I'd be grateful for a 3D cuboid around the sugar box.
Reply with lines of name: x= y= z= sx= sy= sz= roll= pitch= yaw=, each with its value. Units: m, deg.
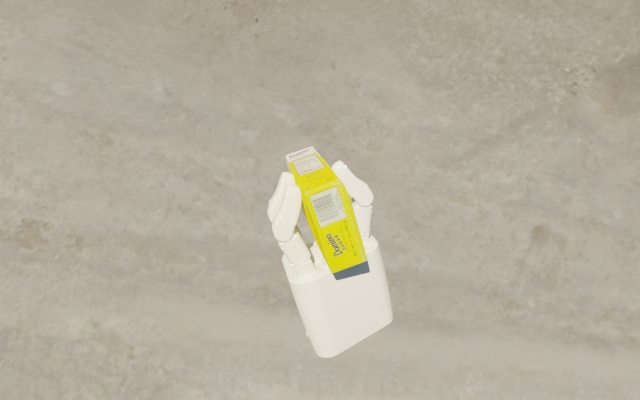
sugar box: x=0.000 y=0.002 z=0.547 sx=0.048 sy=0.093 sz=0.176 roll=-20 pitch=19 yaw=-7
